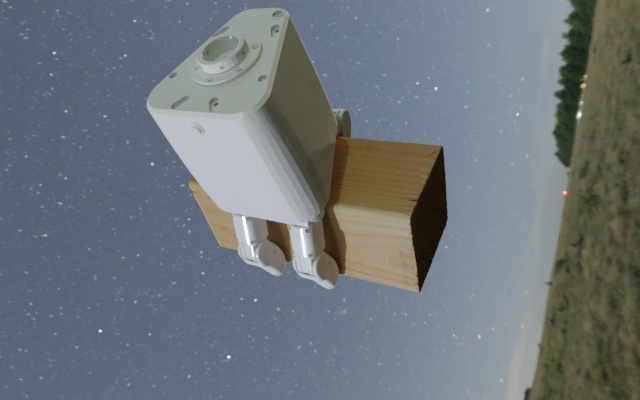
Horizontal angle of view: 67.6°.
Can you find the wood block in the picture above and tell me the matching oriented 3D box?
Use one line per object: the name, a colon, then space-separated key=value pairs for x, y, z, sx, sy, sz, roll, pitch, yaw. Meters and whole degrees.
wood block: x=0.000 y=0.001 z=0.433 sx=0.206 sy=0.090 sz=0.090 roll=9 pitch=47 yaw=27
